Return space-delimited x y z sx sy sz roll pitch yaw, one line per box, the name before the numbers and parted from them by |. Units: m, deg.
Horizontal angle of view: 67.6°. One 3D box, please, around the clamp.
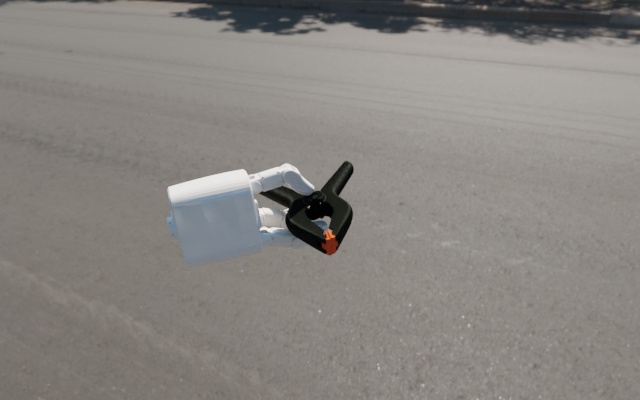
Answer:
clamp | 0.000 0.002 0.695 0.164 0.036 0.210 -15 34 -13
